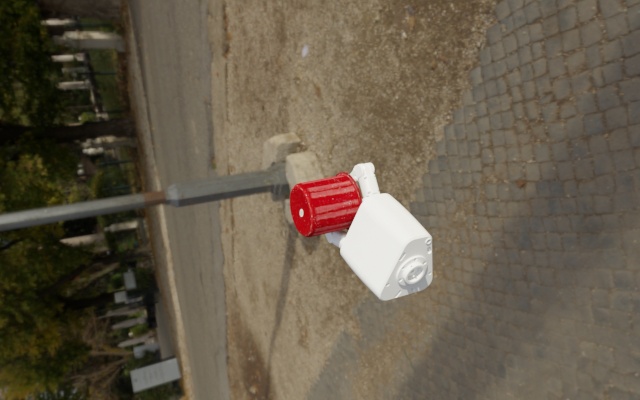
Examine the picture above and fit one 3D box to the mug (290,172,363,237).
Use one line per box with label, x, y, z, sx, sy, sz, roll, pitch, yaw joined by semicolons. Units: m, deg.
mug;-0.001;0.002;0.728;0.081;0.093;0.117;-11;36;-25
